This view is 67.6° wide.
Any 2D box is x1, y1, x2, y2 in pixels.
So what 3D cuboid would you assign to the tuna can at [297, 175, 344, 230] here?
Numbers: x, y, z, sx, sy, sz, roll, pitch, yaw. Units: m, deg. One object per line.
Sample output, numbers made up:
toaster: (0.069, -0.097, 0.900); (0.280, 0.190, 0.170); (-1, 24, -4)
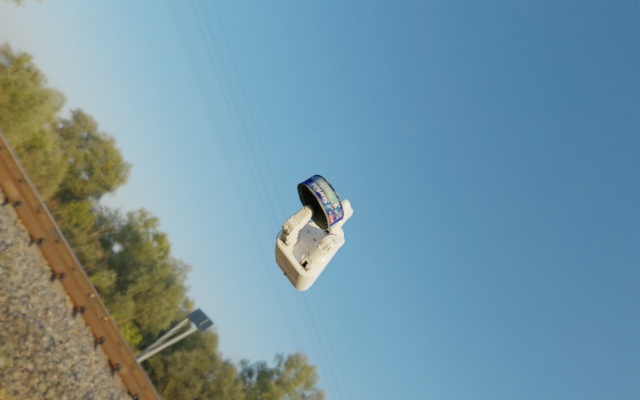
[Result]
tuna can: (0.001, 0.002, 0.757); (0.033, 0.086, 0.086); (-31, 11, -18)
